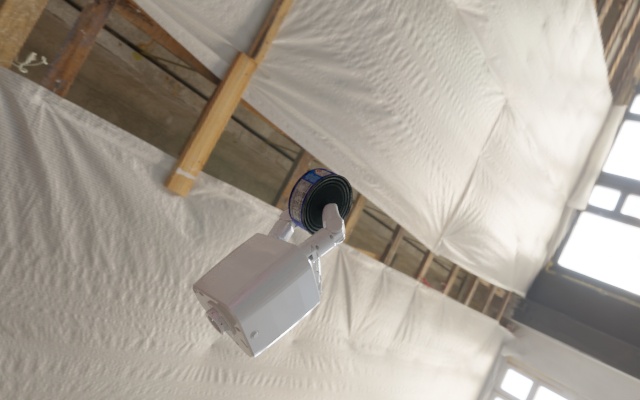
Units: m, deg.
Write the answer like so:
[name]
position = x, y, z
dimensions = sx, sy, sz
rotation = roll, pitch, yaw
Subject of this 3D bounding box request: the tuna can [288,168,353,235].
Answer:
[tuna can]
position = 0.000, 0.002, 0.624
dimensions = 0.086, 0.086, 0.033
rotation = 0, 20, -44
